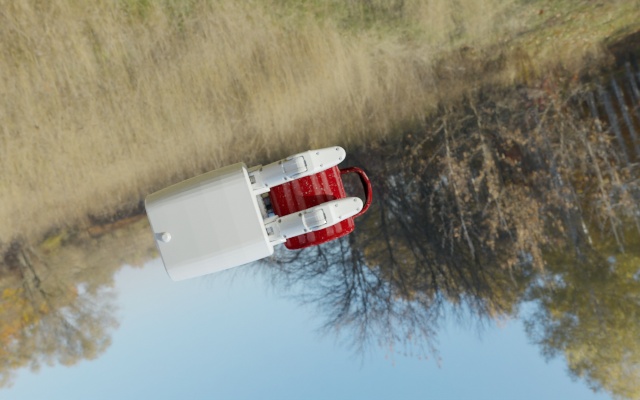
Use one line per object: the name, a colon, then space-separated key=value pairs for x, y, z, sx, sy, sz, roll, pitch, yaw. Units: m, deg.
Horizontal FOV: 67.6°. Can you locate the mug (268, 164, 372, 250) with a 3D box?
mug: x=0.002 y=0.002 z=0.532 sx=0.117 sy=0.081 sz=0.093 roll=-17 pitch=2 yaw=-3
